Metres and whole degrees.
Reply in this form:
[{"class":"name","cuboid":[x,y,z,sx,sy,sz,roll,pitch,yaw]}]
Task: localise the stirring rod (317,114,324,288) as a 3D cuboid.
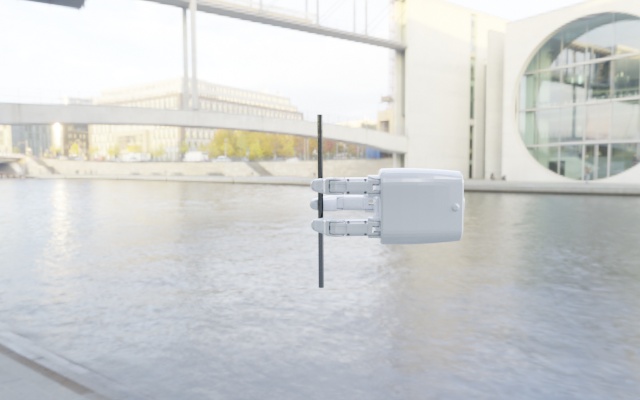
[{"class":"stirring rod","cuboid":[0.000,0.002,0.663,0.011,0.239,0.011,0,4,0]}]
